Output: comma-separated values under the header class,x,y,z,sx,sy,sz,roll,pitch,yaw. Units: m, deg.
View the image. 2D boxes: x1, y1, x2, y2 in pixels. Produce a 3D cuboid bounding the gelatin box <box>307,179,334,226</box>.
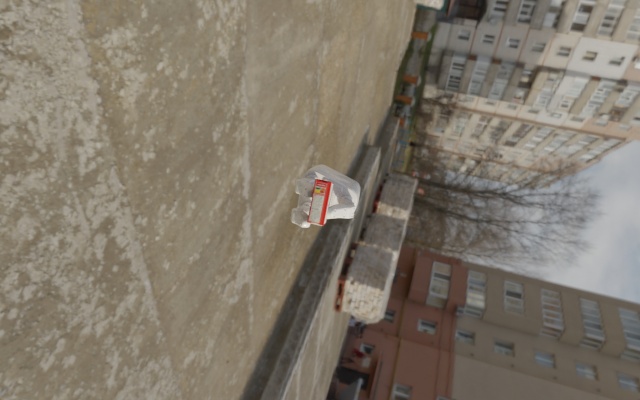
class,x,y,z,sx,sy,sz,roll,pitch,yaw
gelatin box,0.001,0.003,0.809,0.030,0.073,0.089,11,1,3
